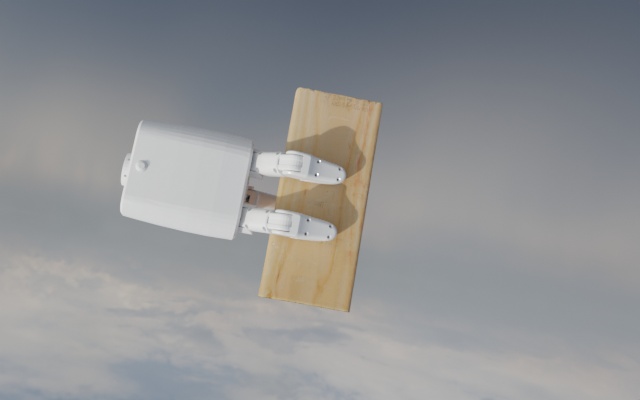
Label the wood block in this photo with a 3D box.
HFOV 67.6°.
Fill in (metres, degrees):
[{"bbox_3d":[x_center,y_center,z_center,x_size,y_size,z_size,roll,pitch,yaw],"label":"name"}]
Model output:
[{"bbox_3d":[0.000,0.002,0.500,0.090,0.206,0.091,10,-7,-2],"label":"wood block"}]
